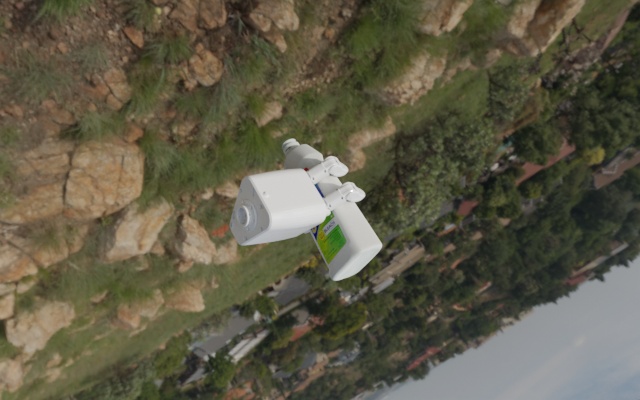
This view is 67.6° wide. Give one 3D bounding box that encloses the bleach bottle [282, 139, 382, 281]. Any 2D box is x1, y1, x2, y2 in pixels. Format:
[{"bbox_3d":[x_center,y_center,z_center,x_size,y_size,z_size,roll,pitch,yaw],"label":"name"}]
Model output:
[{"bbox_3d":[0.000,0.003,0.807,0.068,0.250,0.103,-10,-32,-42],"label":"bleach bottle"}]
